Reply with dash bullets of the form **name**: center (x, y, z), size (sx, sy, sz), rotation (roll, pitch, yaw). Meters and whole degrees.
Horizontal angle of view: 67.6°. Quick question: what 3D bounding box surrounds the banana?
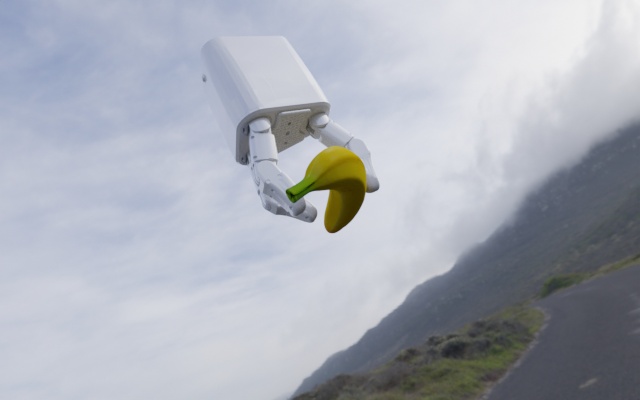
- **banana**: center (0.015, -0.010, 0.456), size (0.069, 0.037, 0.198), rotation (-35, -17, 2)
